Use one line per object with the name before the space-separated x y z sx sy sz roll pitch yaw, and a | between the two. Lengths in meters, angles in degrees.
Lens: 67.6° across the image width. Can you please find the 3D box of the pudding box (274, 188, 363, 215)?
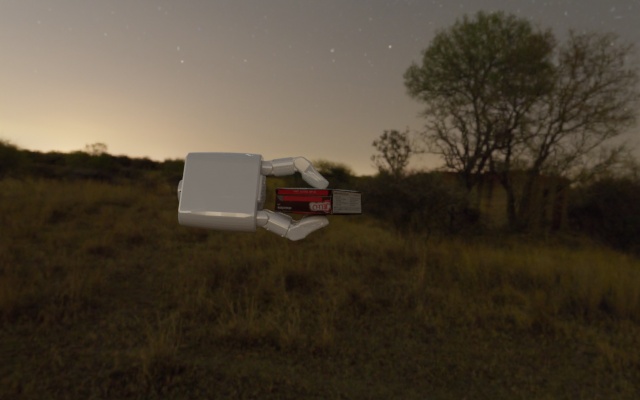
pudding box | 0.000 0.002 0.687 0.090 0.039 0.113 3 2 26
